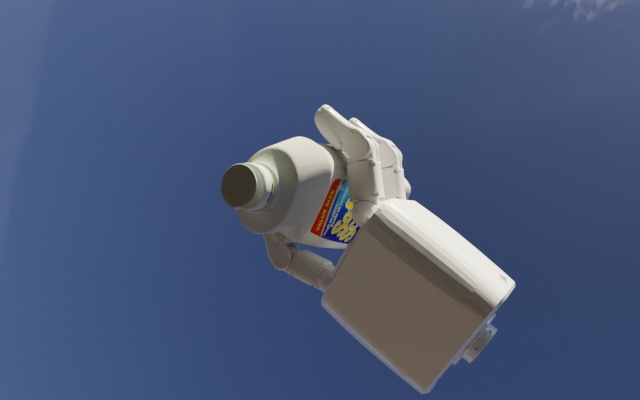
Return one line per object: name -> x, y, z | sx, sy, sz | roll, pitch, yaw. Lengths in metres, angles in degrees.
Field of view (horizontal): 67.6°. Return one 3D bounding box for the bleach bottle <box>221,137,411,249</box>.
bleach bottle -> 0.000, 0.001, 0.416 | 0.068, 0.102, 0.251 | 40, 16, 22
